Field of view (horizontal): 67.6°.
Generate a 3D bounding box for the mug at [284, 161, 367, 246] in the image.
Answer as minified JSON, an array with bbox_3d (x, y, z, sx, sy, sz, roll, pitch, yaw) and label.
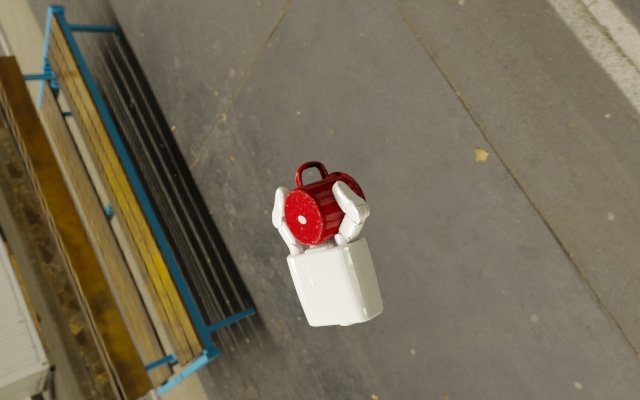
[{"bbox_3d":[0.000,0.001,0.665,0.081,0.117,0.093,-20,3,-40],"label":"mug"}]
